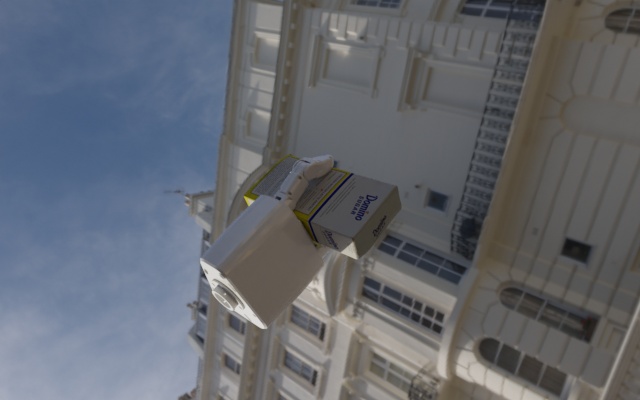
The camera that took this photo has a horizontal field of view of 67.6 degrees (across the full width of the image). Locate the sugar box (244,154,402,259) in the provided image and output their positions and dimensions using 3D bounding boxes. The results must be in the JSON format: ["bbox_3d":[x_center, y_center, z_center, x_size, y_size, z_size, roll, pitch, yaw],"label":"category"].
[{"bbox_3d":[0.000,0.002,0.588,0.176,0.048,0.093,22,56,35],"label":"sugar box"}]
